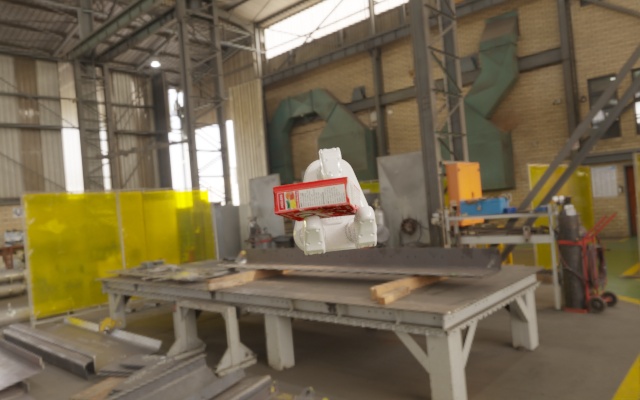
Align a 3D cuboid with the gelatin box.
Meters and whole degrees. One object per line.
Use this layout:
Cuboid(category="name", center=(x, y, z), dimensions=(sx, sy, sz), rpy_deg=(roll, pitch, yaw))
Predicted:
Cuboid(category="gelatin box", center=(0.000, 0.001, 0.482), dimensions=(0.073, 0.030, 0.089), rpy_deg=(-7, -9, 11))
